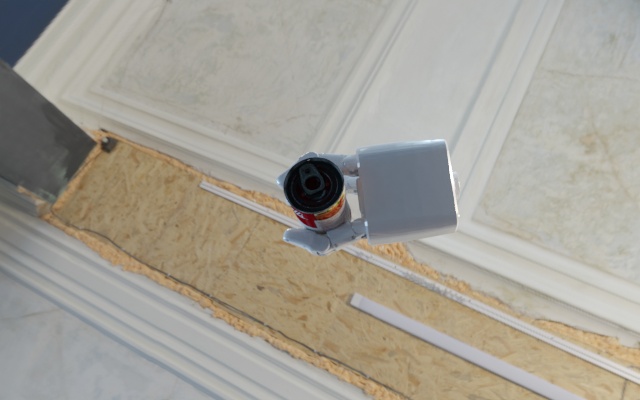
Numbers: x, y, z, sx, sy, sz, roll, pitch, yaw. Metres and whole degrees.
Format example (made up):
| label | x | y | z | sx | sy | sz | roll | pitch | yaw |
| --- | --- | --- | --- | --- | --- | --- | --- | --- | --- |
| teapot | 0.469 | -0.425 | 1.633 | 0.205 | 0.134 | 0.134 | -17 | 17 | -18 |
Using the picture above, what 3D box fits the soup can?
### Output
| label | x | y | z | sx | sy | sz | roll | pitch | yaw |
| --- | --- | --- | --- | --- | --- | --- | --- | --- | --- |
| soup can | 0.000 | 0.002 | 0.567 | 0.068 | 0.068 | 0.102 | 0 | -23 | 9 |
